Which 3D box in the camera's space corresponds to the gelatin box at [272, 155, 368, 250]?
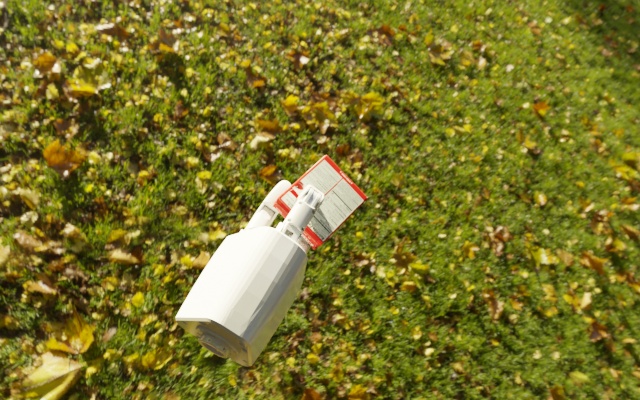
[{"bbox_3d":[0.000,0.001,0.562,0.089,0.073,0.030,-44,-1,-26],"label":"gelatin box"}]
